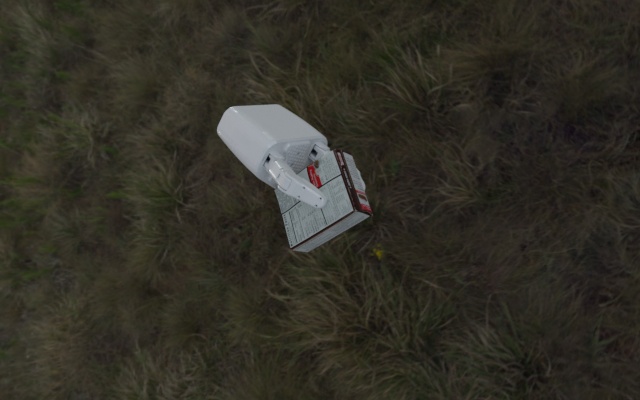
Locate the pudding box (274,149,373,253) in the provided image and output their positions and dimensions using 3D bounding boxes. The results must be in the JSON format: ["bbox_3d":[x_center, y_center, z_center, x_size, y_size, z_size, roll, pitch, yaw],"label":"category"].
[{"bbox_3d":[0.000,0.002,0.593,0.113,0.090,0.039,-33,-27,33],"label":"pudding box"}]
